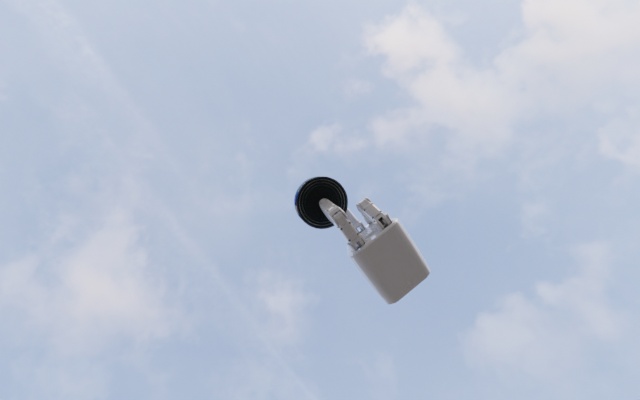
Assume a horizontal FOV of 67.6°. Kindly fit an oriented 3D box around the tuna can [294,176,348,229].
[{"bbox_3d":[0.000,0.002,0.790,0.086,0.086,0.034,0,5,-11],"label":"tuna can"}]
